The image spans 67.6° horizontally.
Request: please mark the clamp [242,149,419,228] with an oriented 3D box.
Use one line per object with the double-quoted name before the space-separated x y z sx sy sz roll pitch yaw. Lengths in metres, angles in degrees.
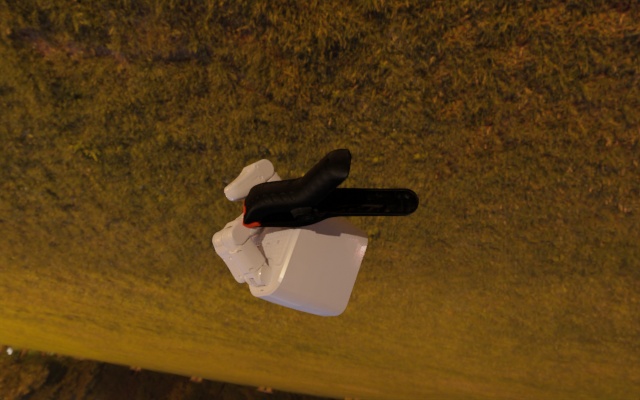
"clamp" 0.000 0.002 0.439 0.120 0.039 0.171 26 -27 -37
